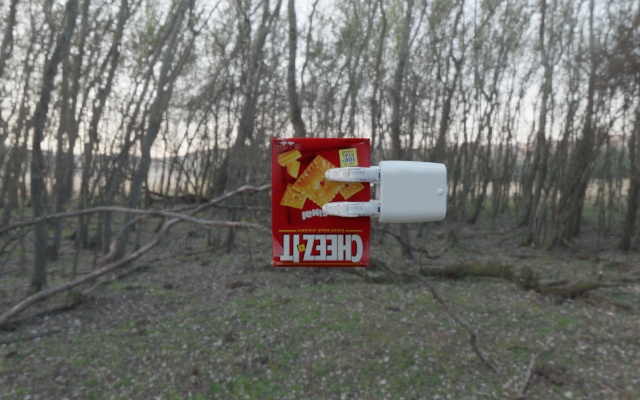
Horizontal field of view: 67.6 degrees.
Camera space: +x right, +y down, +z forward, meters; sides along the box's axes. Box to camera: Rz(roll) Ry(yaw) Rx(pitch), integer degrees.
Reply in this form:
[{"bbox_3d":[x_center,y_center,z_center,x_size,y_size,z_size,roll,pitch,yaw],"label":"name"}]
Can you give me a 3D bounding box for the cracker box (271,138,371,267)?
[{"bbox_3d":[0.000,0.002,0.802,0.164,0.213,0.072,0,2,-1],"label":"cracker box"}]
